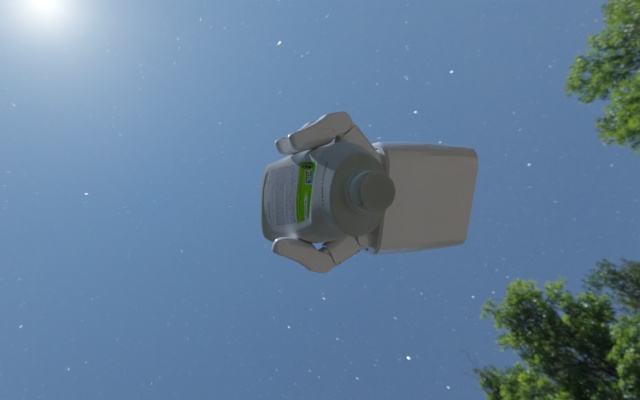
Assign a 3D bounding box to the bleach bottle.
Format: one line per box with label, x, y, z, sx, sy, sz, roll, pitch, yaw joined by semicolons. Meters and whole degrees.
bleach bottle;0.000;0.001;0.457;0.068;0.102;0.251;-1;1;-19
